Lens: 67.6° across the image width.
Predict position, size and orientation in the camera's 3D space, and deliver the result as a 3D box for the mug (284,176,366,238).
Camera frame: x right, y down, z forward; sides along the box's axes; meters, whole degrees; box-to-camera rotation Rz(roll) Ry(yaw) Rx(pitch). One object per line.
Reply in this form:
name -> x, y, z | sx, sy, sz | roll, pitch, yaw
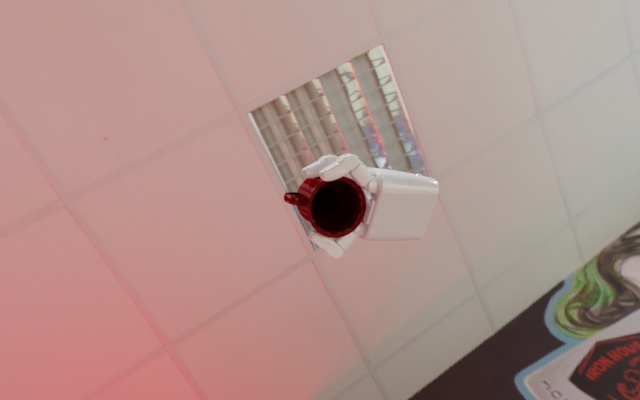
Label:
mug -> -0.001, 0.002, 0.732 | 0.117, 0.093, 0.081 | 4, 9, -21
